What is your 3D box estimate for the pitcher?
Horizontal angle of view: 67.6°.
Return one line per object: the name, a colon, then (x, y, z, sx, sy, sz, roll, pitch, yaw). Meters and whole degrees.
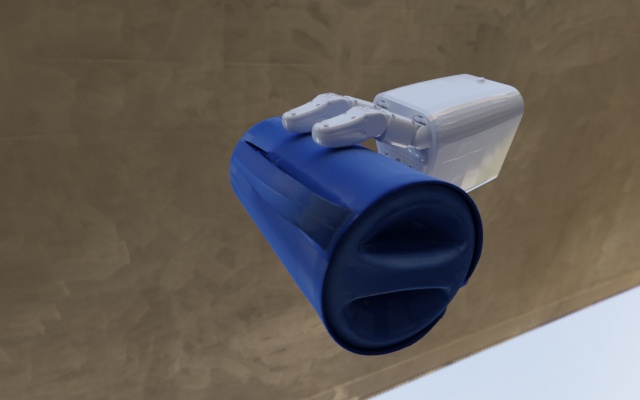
pitcher: (0.000, 0.001, 0.406, 0.145, 0.149, 0.242, -19, 30, -21)
